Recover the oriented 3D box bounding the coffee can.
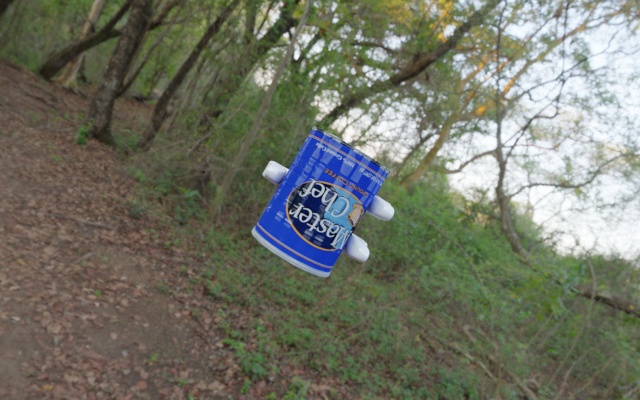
[{"bbox_3d":[0.000,0.002,0.547,0.103,0.140,0.103,31,3,-2],"label":"coffee can"}]
